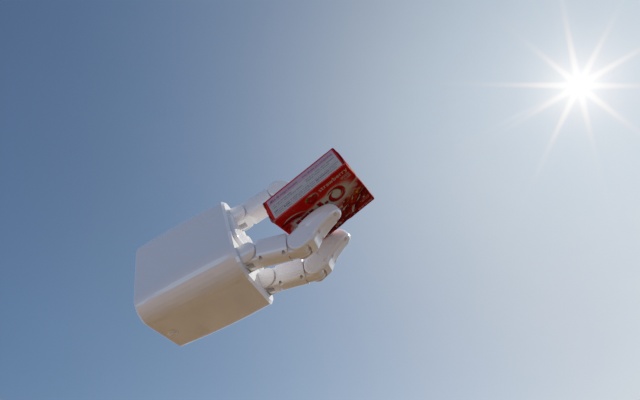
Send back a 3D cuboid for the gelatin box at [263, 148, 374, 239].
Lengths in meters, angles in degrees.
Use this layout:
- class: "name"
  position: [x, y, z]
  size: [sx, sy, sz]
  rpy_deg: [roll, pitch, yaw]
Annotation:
- class: "gelatin box"
  position: [0.000, 0.001, 0.469]
  size: [0.089, 0.030, 0.073]
  rpy_deg: [-39, -39, 6]
